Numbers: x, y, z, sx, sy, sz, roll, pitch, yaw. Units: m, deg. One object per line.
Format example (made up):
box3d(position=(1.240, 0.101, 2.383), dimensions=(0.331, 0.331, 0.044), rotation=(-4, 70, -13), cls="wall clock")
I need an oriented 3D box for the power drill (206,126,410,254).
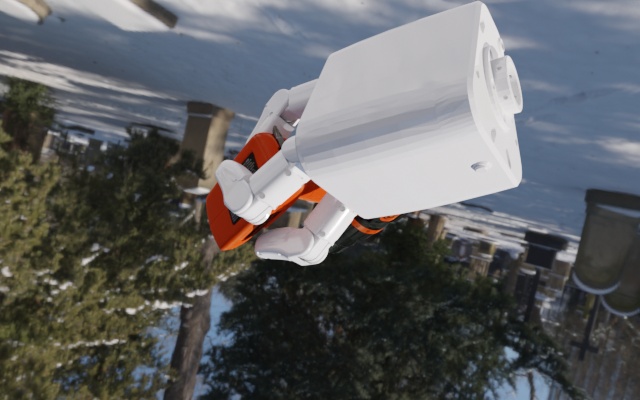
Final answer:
box3d(position=(0.000, 0.001, 0.423), dimensions=(0.187, 0.057, 0.184), rotation=(-3, -30, -41), cls="power drill")
